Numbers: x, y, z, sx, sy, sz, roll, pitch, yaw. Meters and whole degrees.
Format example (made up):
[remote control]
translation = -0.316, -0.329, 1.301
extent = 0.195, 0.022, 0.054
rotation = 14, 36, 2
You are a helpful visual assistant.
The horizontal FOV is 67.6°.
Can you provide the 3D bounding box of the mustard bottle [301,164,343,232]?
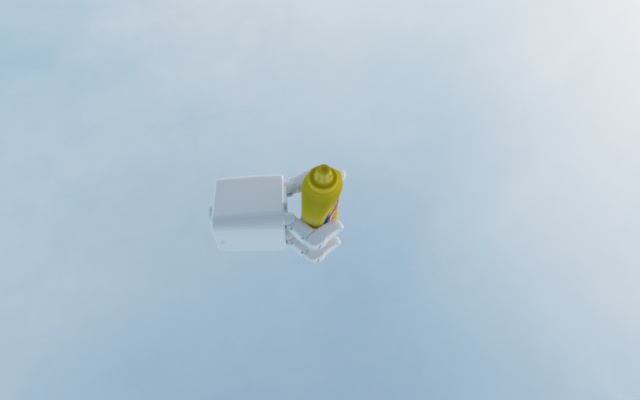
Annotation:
[mustard bottle]
translation = 0.000, 0.003, 0.727
extent = 0.058, 0.096, 0.192
rotation = 20, -27, 8
